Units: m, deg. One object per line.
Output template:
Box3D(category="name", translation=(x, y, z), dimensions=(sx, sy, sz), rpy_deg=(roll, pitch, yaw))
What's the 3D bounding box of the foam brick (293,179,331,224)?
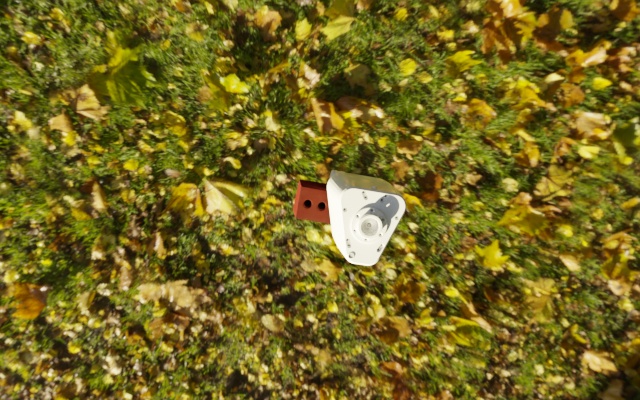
Box3D(category="foam brick", translation=(0.000, 0.002, 0.750), dimensions=(0.078, 0.053, 0.051), rpy_deg=(9, 14, -7))
